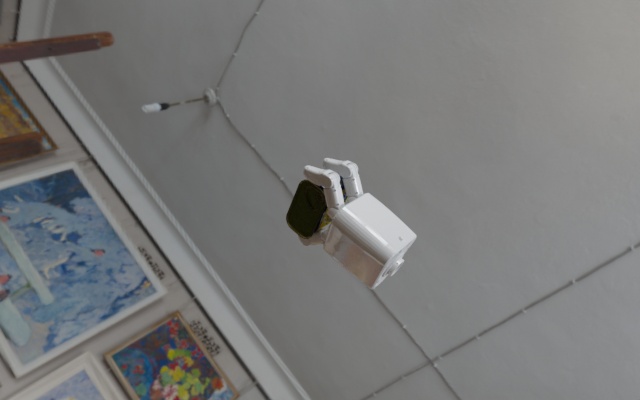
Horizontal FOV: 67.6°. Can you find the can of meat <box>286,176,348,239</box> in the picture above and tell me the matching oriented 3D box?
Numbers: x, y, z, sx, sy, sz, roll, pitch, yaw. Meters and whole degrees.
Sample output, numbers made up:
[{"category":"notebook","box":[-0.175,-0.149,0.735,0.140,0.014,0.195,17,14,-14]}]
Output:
[{"category":"can of meat","box":[0.000,0.003,0.788,0.057,0.102,0.084,39,38,20]}]
